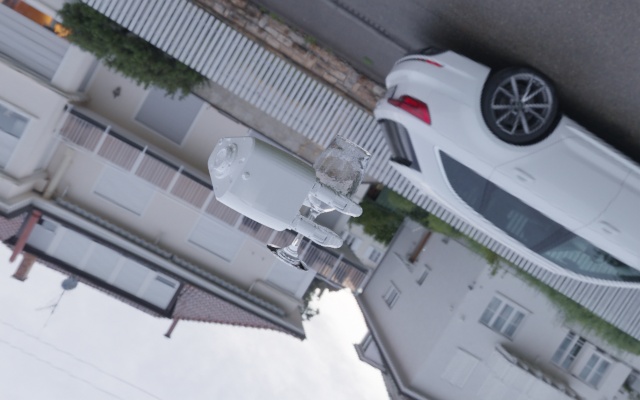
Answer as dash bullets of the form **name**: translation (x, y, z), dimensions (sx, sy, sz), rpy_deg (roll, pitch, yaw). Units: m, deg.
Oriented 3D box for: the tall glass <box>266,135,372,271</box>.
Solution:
- **tall glass**: translation (0.000, 0.003, 0.721), dimensions (0.079, 0.201, 0.079), rpy_deg (31, 4, -2)
